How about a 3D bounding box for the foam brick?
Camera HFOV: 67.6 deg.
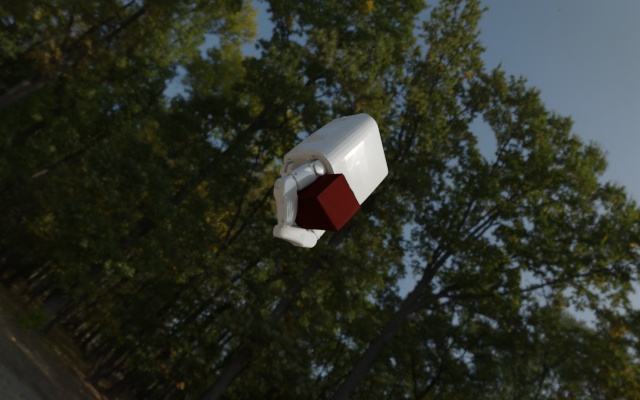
[{"bbox_3d":[0.000,0.002,0.591,0.051,0.053,0.078,-41,24,-29],"label":"foam brick"}]
